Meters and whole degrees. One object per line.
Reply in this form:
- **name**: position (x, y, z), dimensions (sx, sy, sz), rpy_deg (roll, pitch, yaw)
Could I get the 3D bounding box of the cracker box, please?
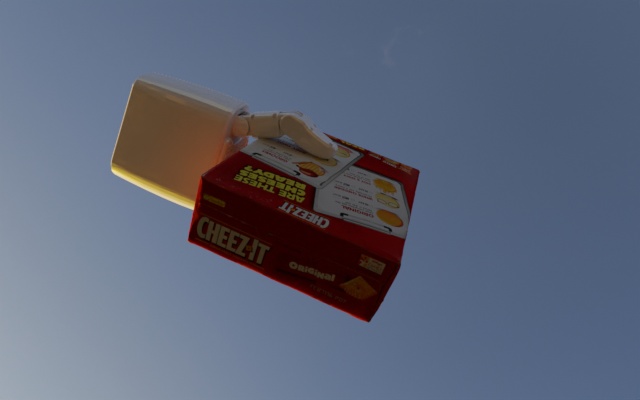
- **cracker box**: position (0.000, 0.001, 0.456), dimensions (0.164, 0.072, 0.213), rpy_deg (23, 26, 6)
